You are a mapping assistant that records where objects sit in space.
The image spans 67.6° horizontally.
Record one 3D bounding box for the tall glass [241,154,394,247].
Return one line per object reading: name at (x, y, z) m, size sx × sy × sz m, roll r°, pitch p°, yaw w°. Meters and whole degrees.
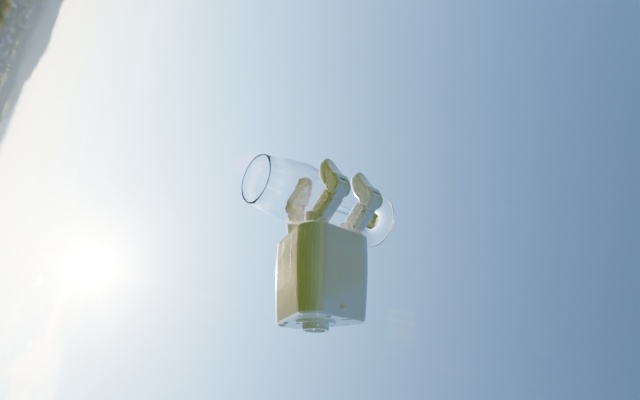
tall glass at (0.001, 0.002, 0.614) m, size 0.201 × 0.079 × 0.079 m, roll 20°, pitch -12°, yaw -35°
